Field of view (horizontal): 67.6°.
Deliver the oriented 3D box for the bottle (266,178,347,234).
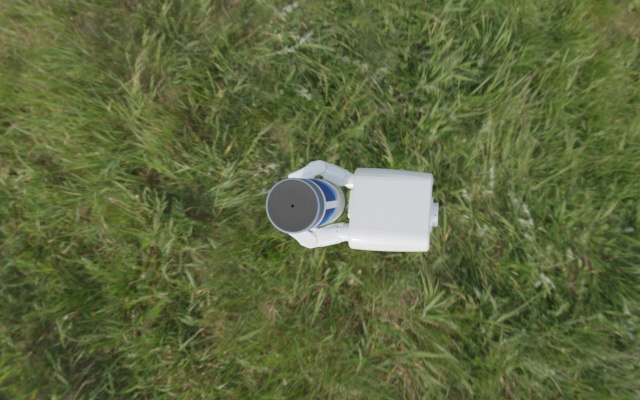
[{"bbox_3d":[0.000,0.002,0.702,0.069,0.069,0.295,0,2,13],"label":"bottle"}]
